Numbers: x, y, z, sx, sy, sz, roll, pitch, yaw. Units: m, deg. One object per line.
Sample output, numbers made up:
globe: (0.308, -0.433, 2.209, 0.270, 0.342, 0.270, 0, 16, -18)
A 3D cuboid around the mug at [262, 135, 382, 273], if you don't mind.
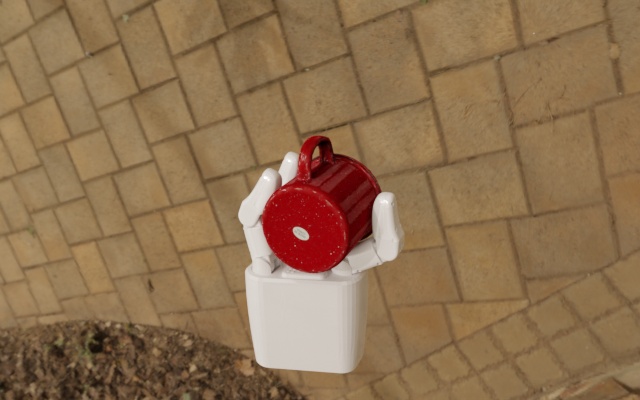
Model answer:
mug: (0.000, 0.000, 0.423, 0.093, 0.117, 0.081, 5, 22, 22)
